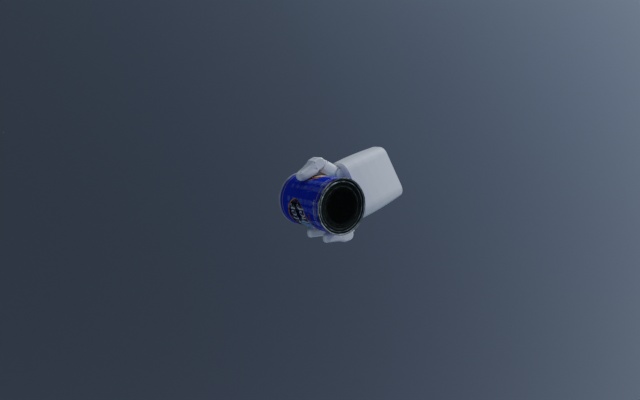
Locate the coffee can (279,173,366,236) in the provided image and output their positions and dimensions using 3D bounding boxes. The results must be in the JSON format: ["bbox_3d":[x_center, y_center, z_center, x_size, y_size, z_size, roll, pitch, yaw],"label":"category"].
[{"bbox_3d":[0.000,0.003,0.885,0.103,0.103,0.140,0,7,-34],"label":"coffee can"}]
